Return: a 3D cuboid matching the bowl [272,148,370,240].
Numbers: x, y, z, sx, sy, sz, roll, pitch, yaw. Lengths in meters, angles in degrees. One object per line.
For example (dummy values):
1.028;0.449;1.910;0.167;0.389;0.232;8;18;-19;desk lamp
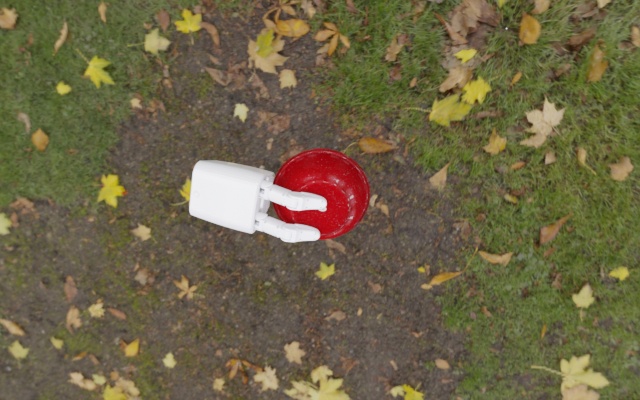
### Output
0.001;0.003;0.755;0.162;0.162;0.055;0;24;1;bowl
